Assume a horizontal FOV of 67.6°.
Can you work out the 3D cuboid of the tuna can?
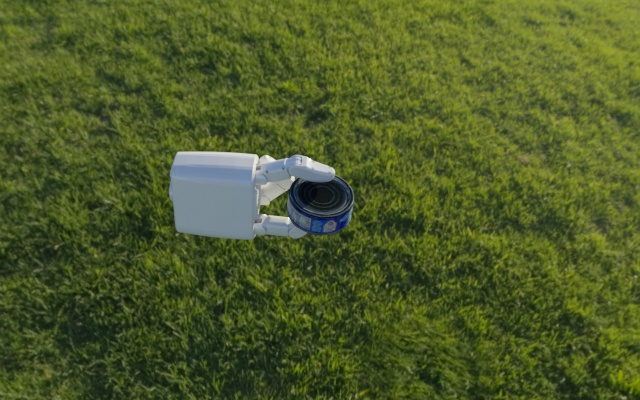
[{"bbox_3d":[0.000,0.002,0.615,0.086,0.086,0.034,0,-44,-10],"label":"tuna can"}]
